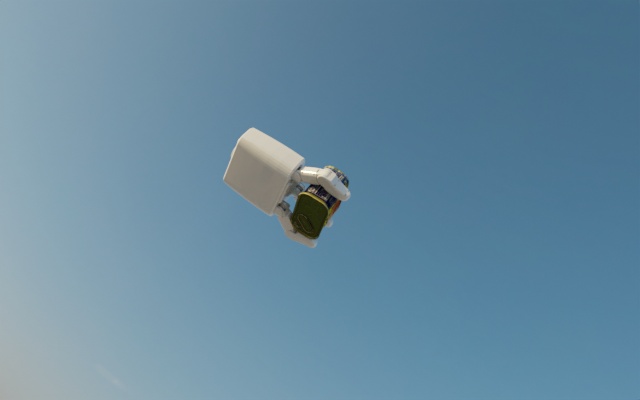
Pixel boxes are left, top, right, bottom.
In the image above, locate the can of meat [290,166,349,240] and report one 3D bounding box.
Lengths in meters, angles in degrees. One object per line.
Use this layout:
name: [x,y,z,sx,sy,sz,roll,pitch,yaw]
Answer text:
can of meat: [0.000,0.002,0.806,0.057,0.084,0.102,31,-39,8]
